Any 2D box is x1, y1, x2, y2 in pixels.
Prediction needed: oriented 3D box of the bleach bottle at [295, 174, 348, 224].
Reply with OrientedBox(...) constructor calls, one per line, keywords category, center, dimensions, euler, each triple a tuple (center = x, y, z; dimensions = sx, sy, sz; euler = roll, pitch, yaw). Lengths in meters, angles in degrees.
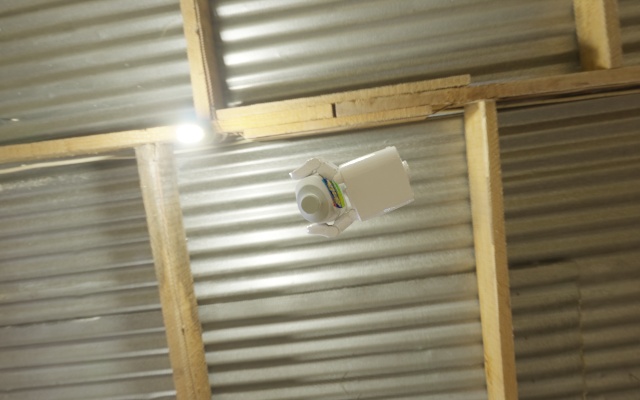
OrientedBox(category="bleach bottle", center=(0.000, 0.003, 0.860), dimensions=(0.068, 0.102, 0.251), euler=(-22, 3, 8))
